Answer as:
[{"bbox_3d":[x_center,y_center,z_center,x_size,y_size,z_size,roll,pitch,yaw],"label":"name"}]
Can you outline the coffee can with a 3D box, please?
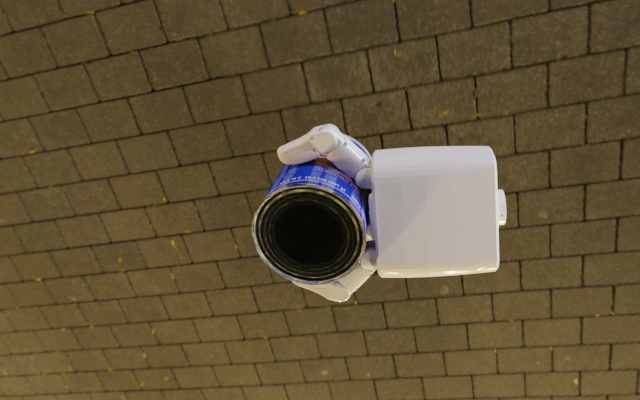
[{"bbox_3d":[0.000,0.001,0.479,0.103,0.103,0.140,0,26,10],"label":"coffee can"}]
